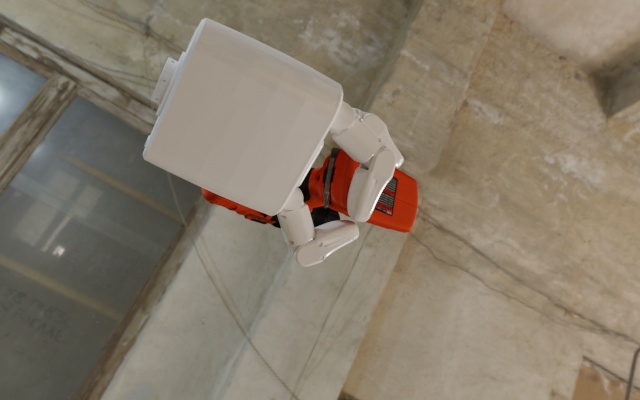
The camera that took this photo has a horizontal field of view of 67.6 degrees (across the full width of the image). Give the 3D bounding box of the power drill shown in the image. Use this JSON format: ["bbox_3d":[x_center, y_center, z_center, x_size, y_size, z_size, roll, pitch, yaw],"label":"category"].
[{"bbox_3d":[0.000,0.001,0.480,0.184,0.057,0.187,19,-16,-42],"label":"power drill"}]
